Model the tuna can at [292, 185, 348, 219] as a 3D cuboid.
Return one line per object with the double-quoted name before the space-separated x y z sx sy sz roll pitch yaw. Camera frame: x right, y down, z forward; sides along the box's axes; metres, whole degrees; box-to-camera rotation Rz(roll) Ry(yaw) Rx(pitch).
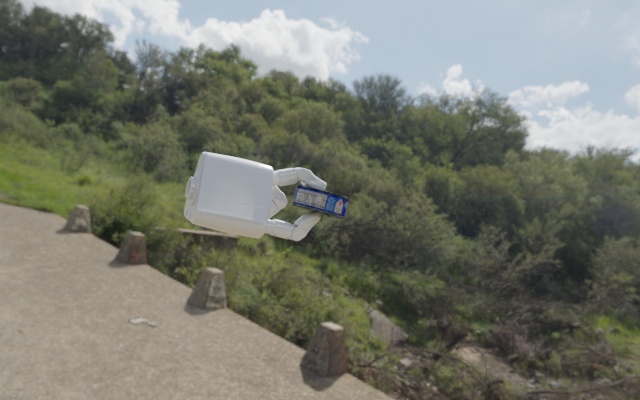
"tuna can" 0.000 0.002 0.753 0.086 0.034 0.086 15 -3 1
